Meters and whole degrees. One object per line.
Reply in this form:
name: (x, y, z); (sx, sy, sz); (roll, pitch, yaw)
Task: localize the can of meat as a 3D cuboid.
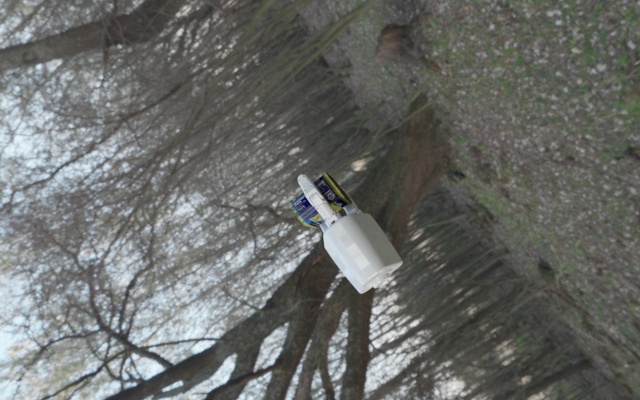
can of meat: (0.000, 0.003, 0.840); (0.084, 0.057, 0.102); (-38, -15, 6)
